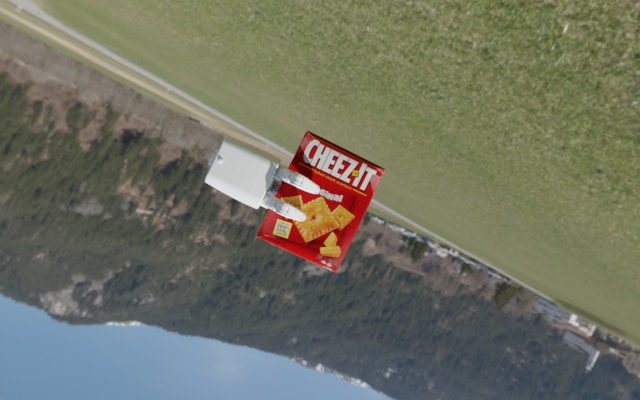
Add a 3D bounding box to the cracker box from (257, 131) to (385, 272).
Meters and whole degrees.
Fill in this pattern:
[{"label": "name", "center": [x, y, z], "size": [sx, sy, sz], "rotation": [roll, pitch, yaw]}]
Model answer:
[{"label": "cracker box", "center": [0.000, 0.003, 0.886], "size": [0.164, 0.213, 0.072], "rotation": [26, -1, -6]}]
